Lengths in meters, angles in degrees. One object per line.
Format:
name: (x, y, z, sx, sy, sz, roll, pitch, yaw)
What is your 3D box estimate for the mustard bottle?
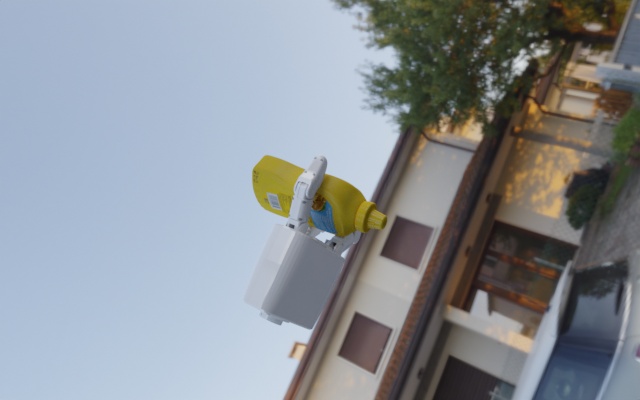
mustard bottle: (0.000, 0.002, 0.648, 0.191, 0.096, 0.058, 19, 53, 27)
